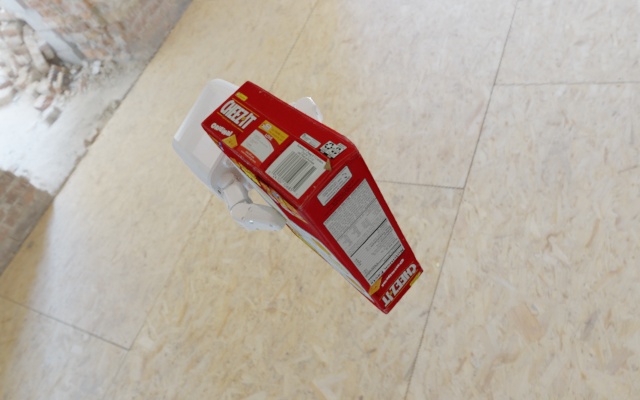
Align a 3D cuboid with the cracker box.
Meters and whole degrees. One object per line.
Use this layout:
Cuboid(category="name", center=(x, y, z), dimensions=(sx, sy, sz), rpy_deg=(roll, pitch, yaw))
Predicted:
Cuboid(category="cracker box", center=(0.000, 0.002, 0.468), dimensions=(0.164, 0.072, 0.214), rpy_deg=(38, -10, 40))
